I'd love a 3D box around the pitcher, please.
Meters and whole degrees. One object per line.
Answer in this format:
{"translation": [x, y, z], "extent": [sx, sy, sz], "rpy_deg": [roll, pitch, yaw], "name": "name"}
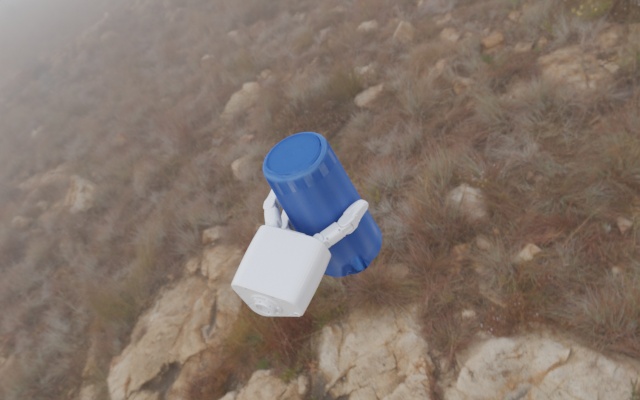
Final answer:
{"translation": [0.000, 0.003, 0.795], "extent": [0.149, 0.145, 0.243], "rpy_deg": [4, -39, 32], "name": "pitcher"}
